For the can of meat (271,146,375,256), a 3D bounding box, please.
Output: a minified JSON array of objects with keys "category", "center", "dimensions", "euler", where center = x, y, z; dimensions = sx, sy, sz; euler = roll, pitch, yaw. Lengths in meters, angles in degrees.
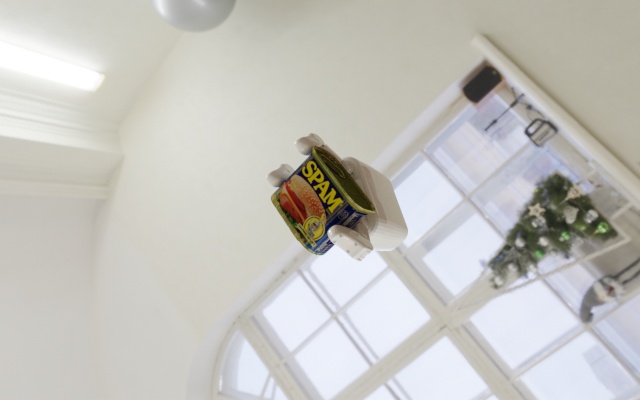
[{"category":"can of meat","center":[0.000,0.002,0.564],"dimensions":[0.084,0.102,0.057],"euler":[-45,-28,18]}]
